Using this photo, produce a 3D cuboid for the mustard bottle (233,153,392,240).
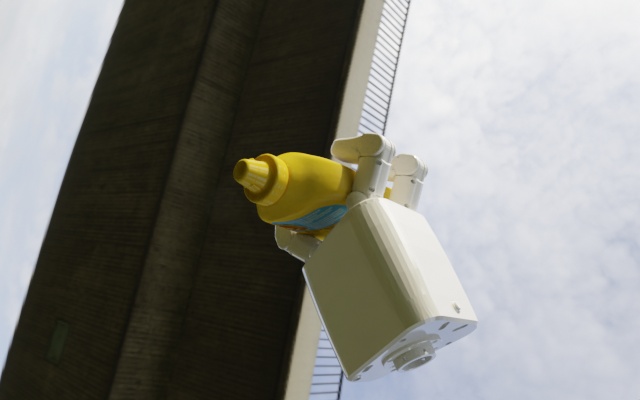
[{"bbox_3d":[0.000,0.001,0.434,0.096,0.058,0.192,-16,-24,37],"label":"mustard bottle"}]
